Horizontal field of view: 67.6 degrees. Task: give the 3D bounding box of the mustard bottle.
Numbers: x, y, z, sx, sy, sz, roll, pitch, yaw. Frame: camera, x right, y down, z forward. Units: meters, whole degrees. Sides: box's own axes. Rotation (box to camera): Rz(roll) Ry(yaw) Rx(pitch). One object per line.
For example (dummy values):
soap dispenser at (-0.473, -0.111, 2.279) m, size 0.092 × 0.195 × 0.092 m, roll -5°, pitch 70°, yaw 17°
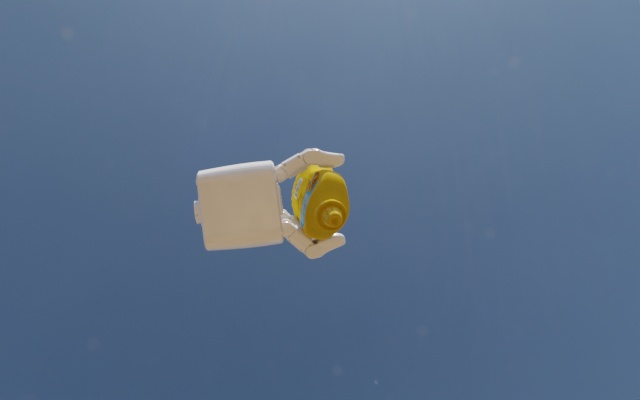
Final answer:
mustard bottle at (0.000, 0.002, 0.673) m, size 0.058 × 0.096 × 0.191 m, roll 17°, pitch 10°, yaw -14°
